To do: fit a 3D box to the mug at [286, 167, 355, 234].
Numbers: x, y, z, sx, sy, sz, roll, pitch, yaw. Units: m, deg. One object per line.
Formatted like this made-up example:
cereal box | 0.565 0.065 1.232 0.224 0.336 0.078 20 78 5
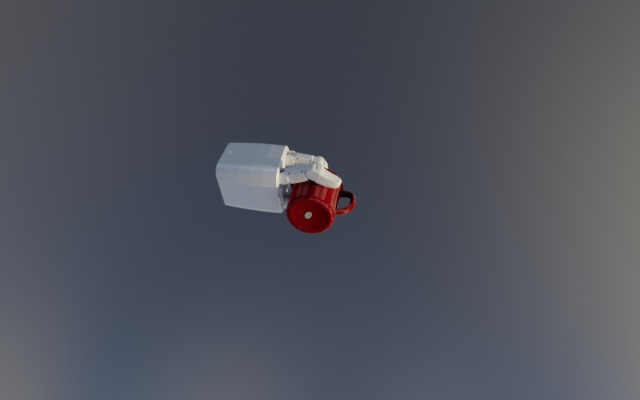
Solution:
mug | 0.002 0.003 0.807 0.117 0.093 0.081 5 40 7
